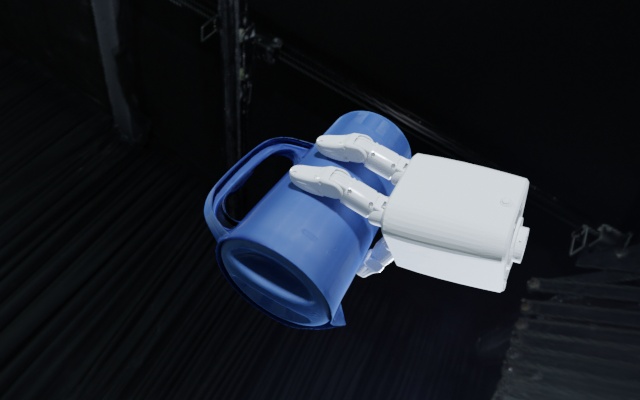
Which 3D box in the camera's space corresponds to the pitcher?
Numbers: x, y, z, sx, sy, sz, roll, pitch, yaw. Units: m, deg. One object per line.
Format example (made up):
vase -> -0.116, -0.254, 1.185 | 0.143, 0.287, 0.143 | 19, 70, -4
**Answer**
pitcher -> 0.000, 0.002, 0.522 | 0.145, 0.149, 0.242 | 14, 49, 27
